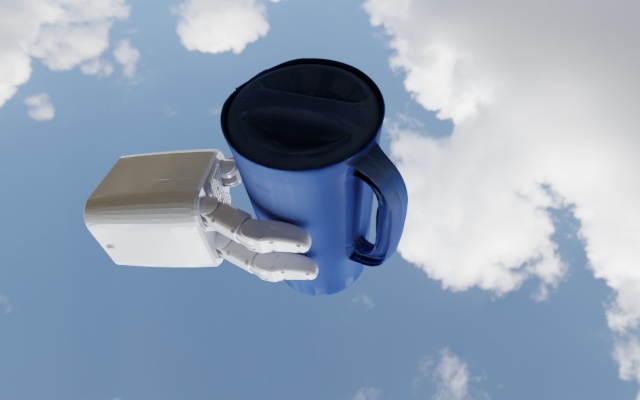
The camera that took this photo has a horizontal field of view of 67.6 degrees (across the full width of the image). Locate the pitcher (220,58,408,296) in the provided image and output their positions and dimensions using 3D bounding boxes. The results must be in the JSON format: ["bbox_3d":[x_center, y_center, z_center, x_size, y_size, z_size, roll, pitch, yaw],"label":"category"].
[{"bbox_3d":[0.000,0.001,0.468,0.145,0.149,0.243,-3,-38,3],"label":"pitcher"}]
